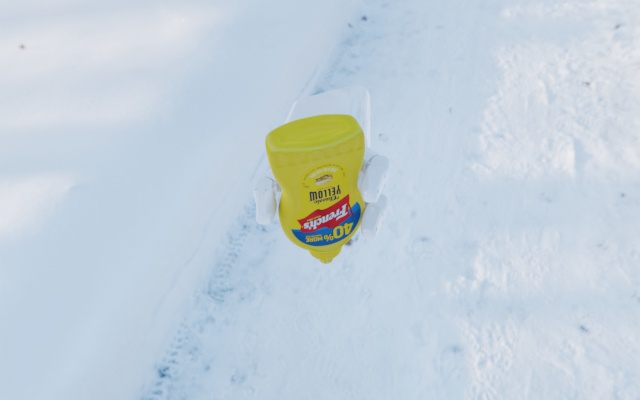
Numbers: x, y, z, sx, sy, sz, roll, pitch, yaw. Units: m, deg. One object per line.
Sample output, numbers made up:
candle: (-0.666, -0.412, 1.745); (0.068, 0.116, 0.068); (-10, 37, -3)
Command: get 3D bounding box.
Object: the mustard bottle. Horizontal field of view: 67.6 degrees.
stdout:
mustard bottle: (0.000, 0.002, 0.523); (0.096, 0.192, 0.058); (-15, 44, -10)
